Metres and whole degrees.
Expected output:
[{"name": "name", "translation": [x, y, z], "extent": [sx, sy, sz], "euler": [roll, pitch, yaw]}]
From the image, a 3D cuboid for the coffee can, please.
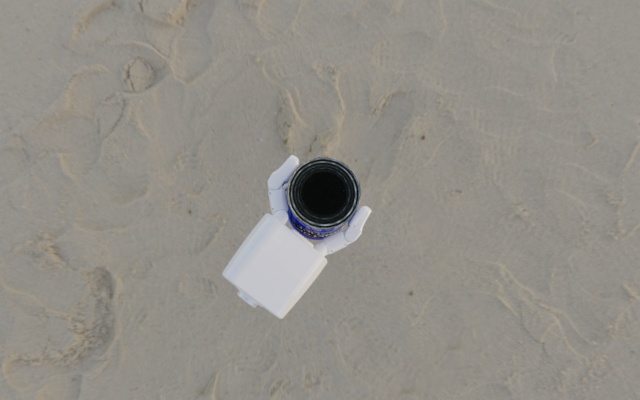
[{"name": "coffee can", "translation": [0.000, 0.002, 0.720], "extent": [0.103, 0.102, 0.140], "euler": [0, -11, -4]}]
